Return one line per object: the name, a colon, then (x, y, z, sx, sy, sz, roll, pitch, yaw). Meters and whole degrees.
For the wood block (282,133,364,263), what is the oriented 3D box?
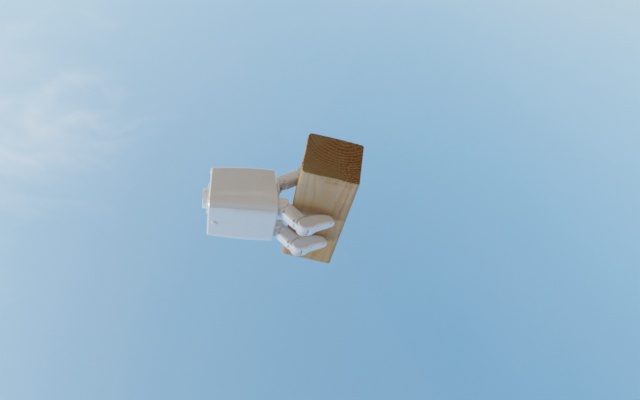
wood block: (0.000, 0.002, 0.789, 0.090, 0.090, 0.206, 13, -42, -4)
